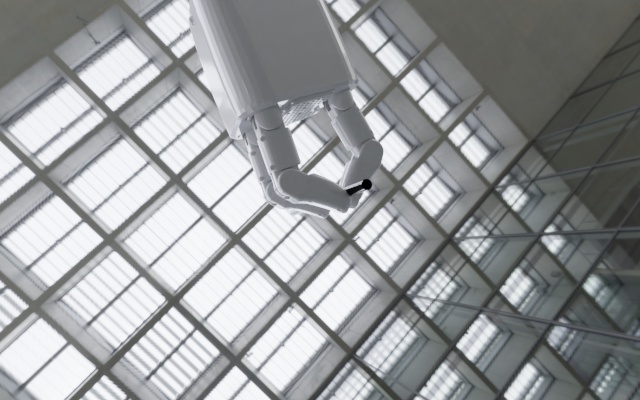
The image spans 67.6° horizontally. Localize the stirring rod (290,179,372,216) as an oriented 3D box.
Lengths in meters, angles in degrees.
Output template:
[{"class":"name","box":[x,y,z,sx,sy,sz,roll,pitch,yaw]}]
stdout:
[{"class":"stirring rod","box":[0.000,0.001,0.445,0.011,0.011,0.239,0,-6,-15]}]
